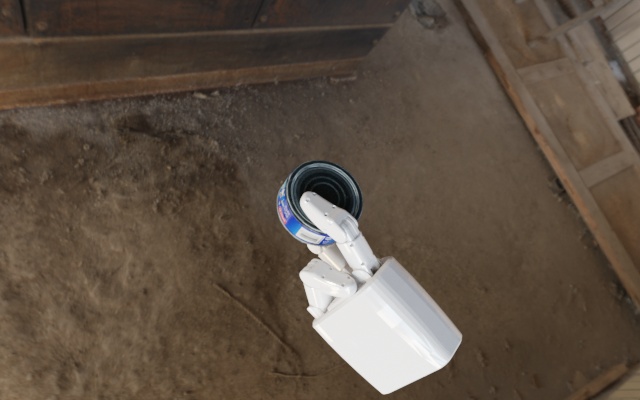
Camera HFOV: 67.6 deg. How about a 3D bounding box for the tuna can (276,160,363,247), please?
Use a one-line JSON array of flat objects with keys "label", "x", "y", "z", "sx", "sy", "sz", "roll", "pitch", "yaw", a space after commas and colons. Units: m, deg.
[{"label": "tuna can", "x": 0.000, "y": 0.001, "z": 0.492, "sx": 0.086, "sy": 0.086, "sz": 0.034, "roll": 0, "pitch": -25, "yaw": -22}]
